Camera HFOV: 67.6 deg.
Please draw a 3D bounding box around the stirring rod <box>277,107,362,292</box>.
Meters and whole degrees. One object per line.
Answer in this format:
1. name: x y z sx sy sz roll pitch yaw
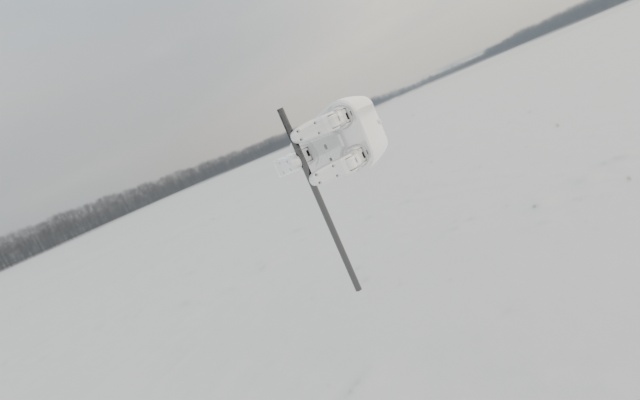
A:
1. stirring rod: 0.000 0.002 0.575 0.011 0.239 0.011 -23 8 4
